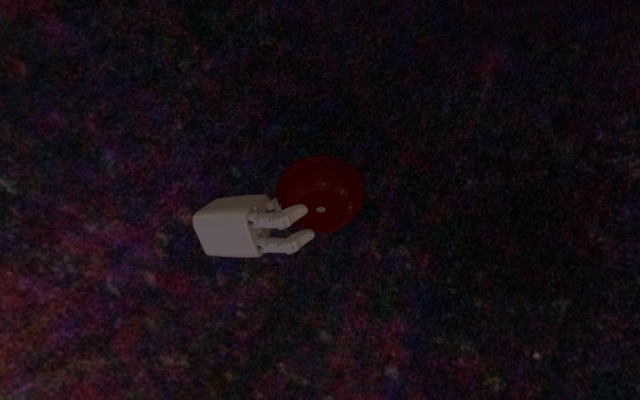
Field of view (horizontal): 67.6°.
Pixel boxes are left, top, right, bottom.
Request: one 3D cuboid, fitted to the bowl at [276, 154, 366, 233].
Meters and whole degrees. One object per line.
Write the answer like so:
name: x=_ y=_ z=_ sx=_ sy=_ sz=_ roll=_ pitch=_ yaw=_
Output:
bowl: x=0.001 y=0.002 z=0.832 sx=0.162 sy=0.162 sz=0.055 roll=0 pitch=34 yaw=1
